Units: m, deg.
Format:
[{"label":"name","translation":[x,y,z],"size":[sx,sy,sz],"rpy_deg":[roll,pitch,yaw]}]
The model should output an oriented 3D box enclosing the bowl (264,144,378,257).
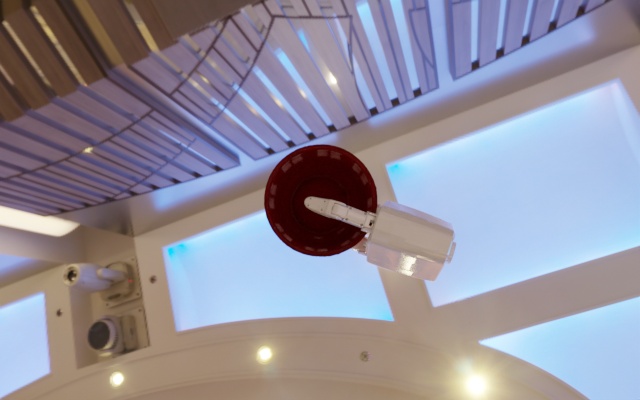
[{"label":"bowl","translation":[-0.001,0.002,0.701],"size":[0.162,0.162,0.055],"rpy_deg":[0,-8,-1]}]
